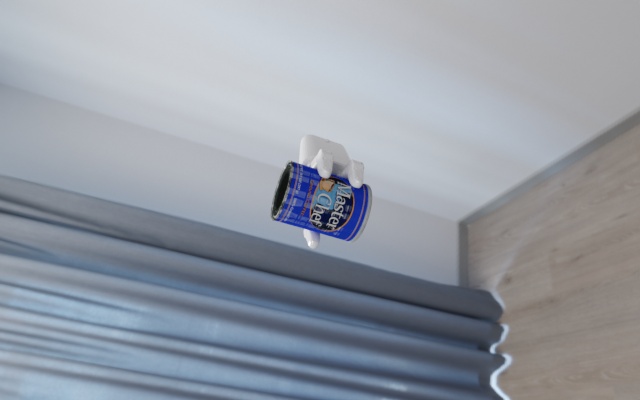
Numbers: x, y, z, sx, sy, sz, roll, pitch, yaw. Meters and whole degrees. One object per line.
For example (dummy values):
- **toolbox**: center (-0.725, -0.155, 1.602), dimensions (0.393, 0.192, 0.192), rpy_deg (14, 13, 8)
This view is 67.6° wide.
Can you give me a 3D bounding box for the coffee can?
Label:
- **coffee can**: center (0.000, 0.003, 0.788), dimensions (0.140, 0.103, 0.103), rpy_deg (17, -5, -15)
